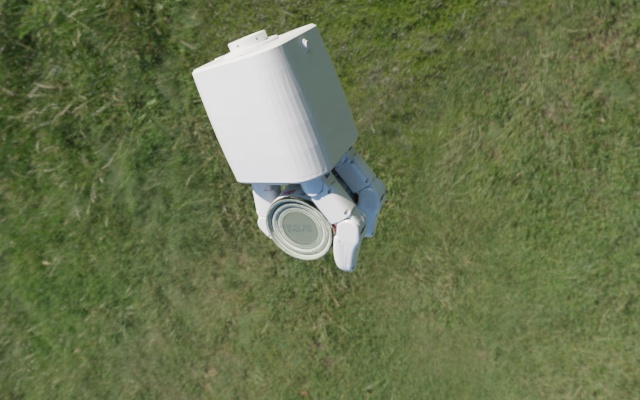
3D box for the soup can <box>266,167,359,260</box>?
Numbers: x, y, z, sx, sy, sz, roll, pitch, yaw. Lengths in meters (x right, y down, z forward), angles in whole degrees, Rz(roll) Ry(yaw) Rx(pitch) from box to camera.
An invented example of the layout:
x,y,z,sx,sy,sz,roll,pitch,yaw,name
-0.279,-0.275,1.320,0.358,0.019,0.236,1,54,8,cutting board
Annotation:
x,y,z,sx,sy,sz,roll,pitch,yaw,name
0.000,0.002,0.460,0.068,0.068,0.102,0,30,26,soup can
